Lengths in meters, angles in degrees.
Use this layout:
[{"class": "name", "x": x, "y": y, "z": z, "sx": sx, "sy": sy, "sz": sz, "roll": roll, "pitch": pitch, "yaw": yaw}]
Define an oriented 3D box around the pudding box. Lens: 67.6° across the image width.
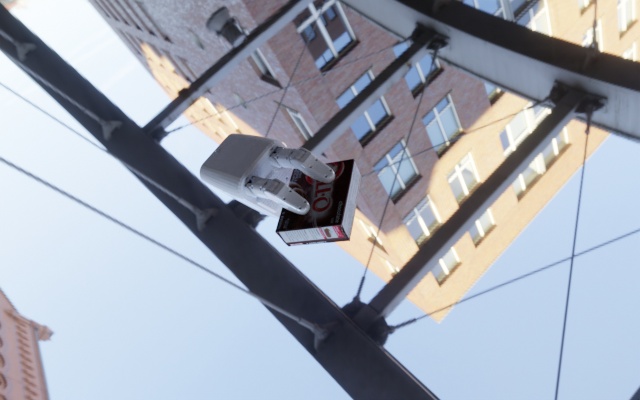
[{"class": "pudding box", "x": 0.000, "y": 0.002, "z": 0.613, "sx": 0.090, "sy": 0.113, "sz": 0.039, "roll": -8, "pitch": -41, "yaw": 24}]
